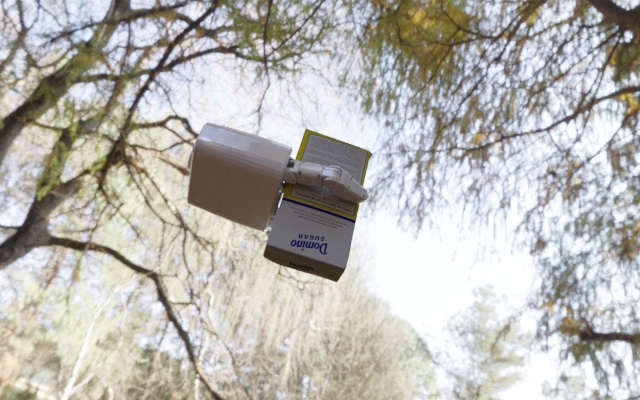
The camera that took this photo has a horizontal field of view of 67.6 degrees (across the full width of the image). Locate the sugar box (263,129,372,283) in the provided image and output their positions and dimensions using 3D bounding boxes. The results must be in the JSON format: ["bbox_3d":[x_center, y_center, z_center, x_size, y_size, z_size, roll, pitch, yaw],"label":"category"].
[{"bbox_3d":[0.000,0.002,0.575,0.093,0.176,0.048,19,-32,-3],"label":"sugar box"}]
